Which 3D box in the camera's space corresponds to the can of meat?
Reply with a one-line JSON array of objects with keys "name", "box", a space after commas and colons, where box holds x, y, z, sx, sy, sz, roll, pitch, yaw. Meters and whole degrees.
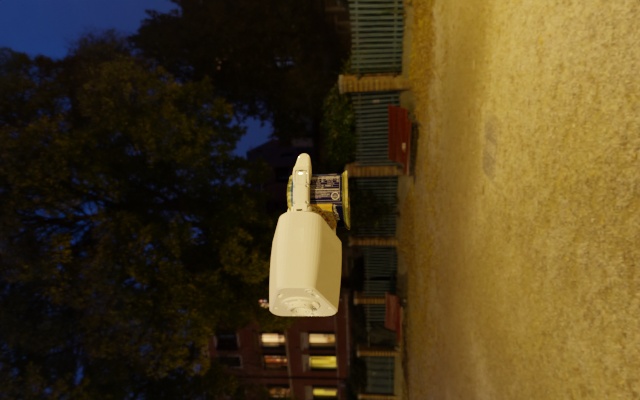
[{"name": "can of meat", "box": [0.000, 0.002, 0.699, 0.084, 0.057, 0.102, -2, -29, 5]}]
